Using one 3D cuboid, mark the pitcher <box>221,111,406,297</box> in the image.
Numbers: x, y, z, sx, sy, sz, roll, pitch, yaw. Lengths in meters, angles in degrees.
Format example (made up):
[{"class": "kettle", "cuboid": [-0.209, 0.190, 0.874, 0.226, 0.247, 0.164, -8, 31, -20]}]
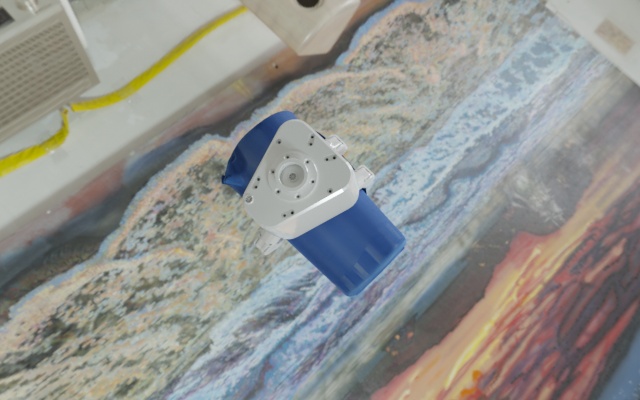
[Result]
[{"class": "pitcher", "cuboid": [0.000, 0.002, 0.643, 0.243, 0.149, 0.145, 45, -1, 10]}]
